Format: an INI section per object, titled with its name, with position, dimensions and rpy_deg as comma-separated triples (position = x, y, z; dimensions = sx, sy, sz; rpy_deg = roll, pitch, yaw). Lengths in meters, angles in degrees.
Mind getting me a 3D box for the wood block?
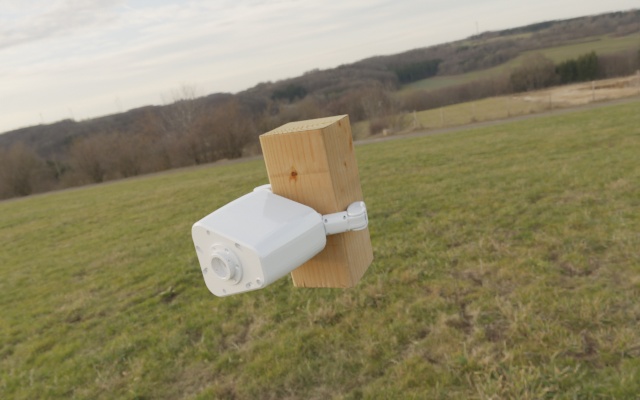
[wood block]
position = 0.000, 0.002, 0.628
dimensions = 0.091, 0.206, 0.090
rpy_deg = -3, 18, 25
